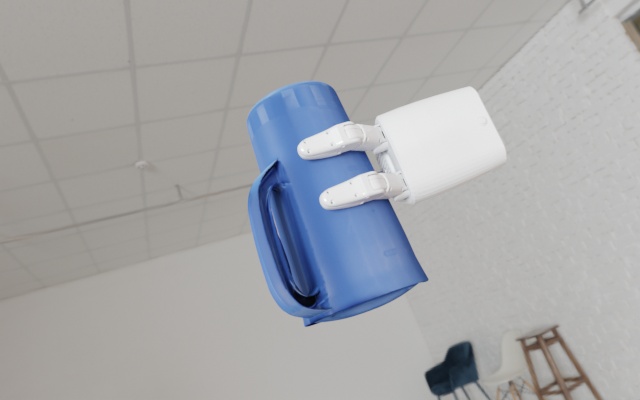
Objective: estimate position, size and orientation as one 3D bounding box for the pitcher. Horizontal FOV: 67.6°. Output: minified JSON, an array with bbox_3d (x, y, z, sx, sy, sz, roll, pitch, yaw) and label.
[{"bbox_3d":[0.000,0.002,0.501,0.145,0.242,0.149,-21,-15,-2],"label":"pitcher"}]
